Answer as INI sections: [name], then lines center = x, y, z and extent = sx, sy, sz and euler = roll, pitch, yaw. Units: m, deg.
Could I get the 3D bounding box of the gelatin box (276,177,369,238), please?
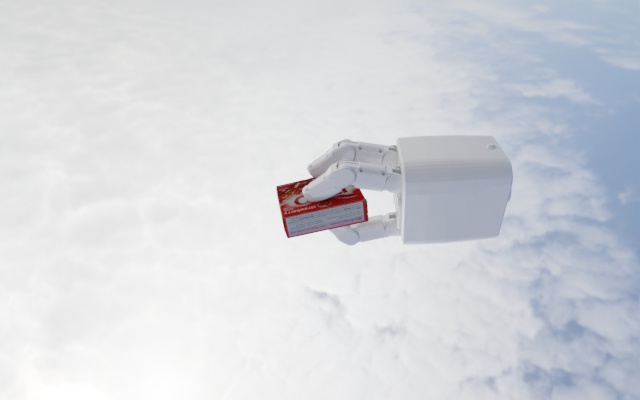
[gelatin box]
center = 0.000, 0.002, 0.515
extent = 0.089, 0.030, 0.073
euler = -13, 30, -4
